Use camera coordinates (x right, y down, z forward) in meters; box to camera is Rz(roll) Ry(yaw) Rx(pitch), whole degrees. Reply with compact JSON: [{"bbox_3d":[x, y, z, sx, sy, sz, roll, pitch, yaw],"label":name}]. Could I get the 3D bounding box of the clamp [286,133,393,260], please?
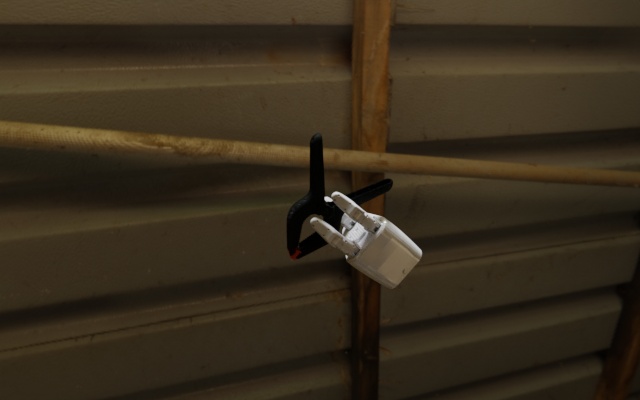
[{"bbox_3d":[0.000,0.003,0.797,0.164,0.210,0.036,37,7,-22],"label":"clamp"}]
